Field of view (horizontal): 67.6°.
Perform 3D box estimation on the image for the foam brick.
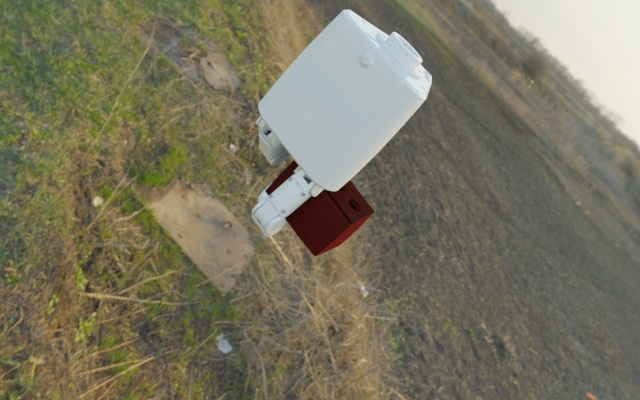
[{"bbox_3d":[0.000,0.002,0.431,0.051,0.078,0.053,-43,-11,26],"label":"foam brick"}]
